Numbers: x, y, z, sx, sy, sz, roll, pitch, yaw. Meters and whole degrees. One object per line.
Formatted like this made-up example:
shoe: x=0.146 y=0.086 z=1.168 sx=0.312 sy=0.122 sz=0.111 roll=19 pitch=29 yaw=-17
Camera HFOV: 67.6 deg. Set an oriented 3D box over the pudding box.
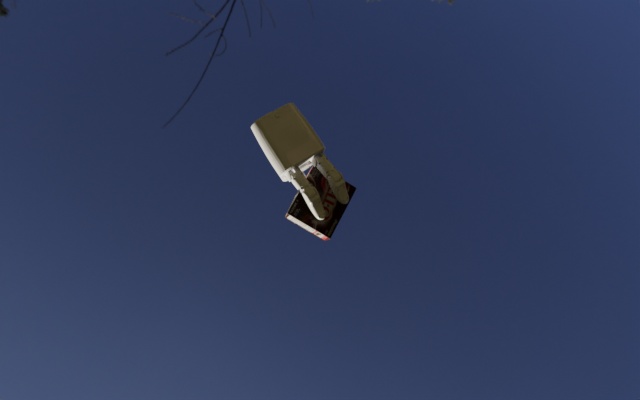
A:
pudding box: x=0.000 y=0.003 z=0.862 sx=0.090 sy=0.113 sz=0.039 roll=31 pitch=-17 yaw=-7
